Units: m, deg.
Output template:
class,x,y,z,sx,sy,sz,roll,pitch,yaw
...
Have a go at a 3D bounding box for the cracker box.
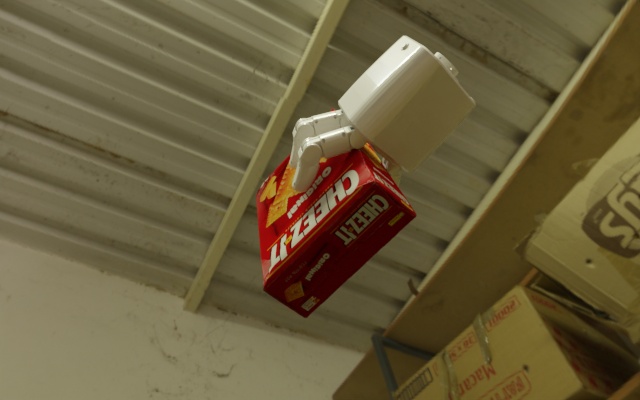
class,x,y,z,sx,sy,sz,roll,pitch,yaw
cracker box,0.000,0.002,0.561,0.072,0.164,0.213,37,17,-25
